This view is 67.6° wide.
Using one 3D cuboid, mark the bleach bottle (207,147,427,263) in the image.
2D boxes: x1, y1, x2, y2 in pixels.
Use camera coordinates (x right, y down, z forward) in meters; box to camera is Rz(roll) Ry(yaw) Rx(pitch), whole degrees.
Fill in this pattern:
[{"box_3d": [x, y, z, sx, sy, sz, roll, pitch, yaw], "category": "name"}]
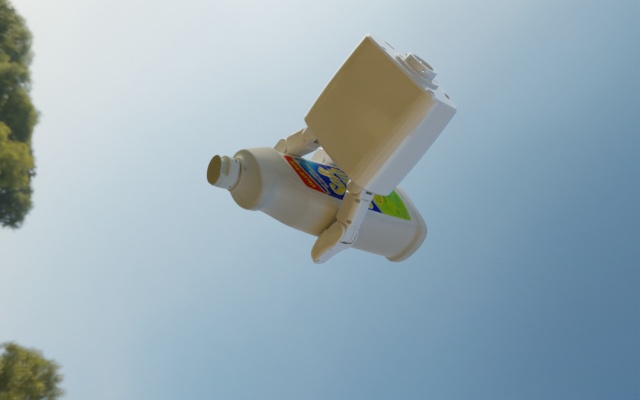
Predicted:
[{"box_3d": [0.000, 0.002, 0.510, 0.251, 0.102, 0.068, 14, -53, -39], "category": "bleach bottle"}]
